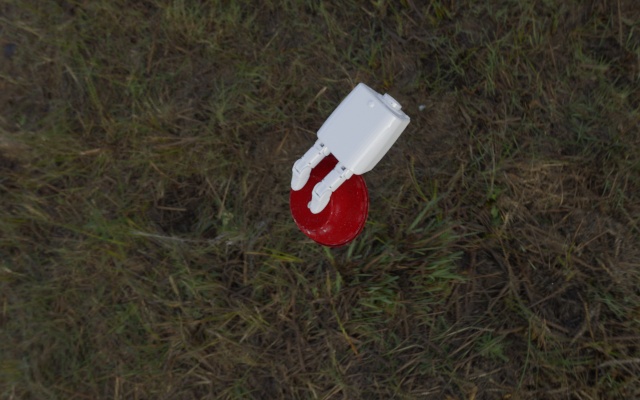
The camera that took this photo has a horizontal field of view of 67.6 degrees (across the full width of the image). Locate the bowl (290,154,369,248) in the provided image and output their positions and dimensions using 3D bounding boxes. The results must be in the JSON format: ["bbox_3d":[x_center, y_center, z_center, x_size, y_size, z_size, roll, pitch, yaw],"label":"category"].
[{"bbox_3d":[-0.001,0.004,0.807,0.162,0.162,0.055,0,4,38],"label":"bowl"}]
